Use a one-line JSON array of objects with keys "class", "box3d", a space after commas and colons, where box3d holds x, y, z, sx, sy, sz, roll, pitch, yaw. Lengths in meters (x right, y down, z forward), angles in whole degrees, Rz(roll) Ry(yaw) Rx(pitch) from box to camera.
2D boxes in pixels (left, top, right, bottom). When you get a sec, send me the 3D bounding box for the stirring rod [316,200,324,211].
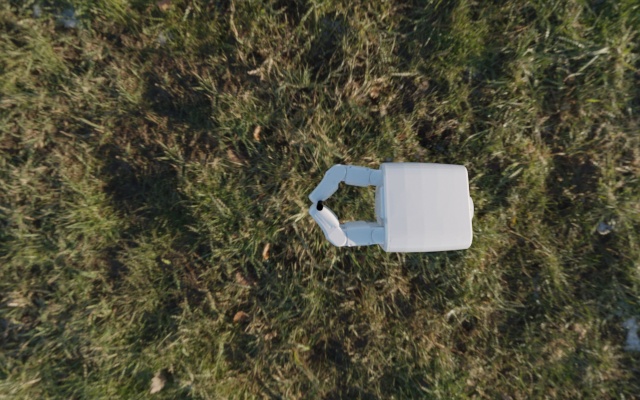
[{"class": "stirring rod", "box3d": [0.000, 0.002, 0.639, 0.011, 0.011, 0.239, 0, 3, 0]}]
